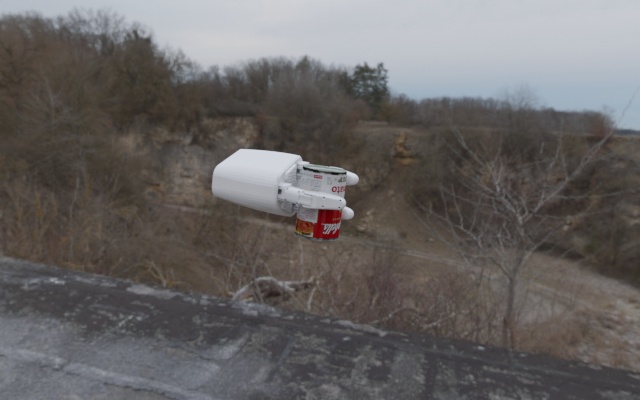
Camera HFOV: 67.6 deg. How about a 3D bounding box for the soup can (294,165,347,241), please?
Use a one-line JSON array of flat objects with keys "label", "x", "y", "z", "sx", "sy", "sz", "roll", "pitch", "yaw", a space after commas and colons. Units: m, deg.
[{"label": "soup can", "x": 0.001, "y": 0.002, "z": 0.708, "sx": 0.068, "sy": 0.102, "sz": 0.068, "roll": 7, "pitch": 10, "yaw": -1}]
